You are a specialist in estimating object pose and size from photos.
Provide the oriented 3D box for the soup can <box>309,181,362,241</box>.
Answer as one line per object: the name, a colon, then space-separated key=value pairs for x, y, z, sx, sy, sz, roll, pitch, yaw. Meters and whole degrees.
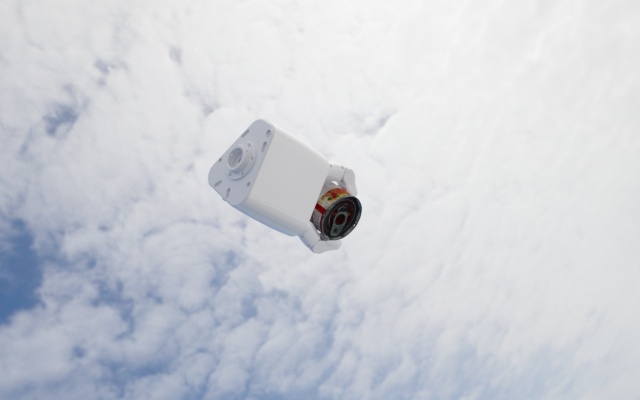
soup can: x=0.000 y=0.002 z=0.672 sx=0.068 sy=0.068 sz=0.102 roll=0 pitch=26 yaw=-41
